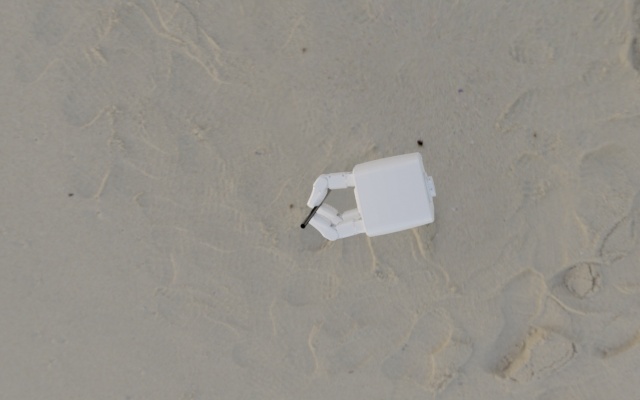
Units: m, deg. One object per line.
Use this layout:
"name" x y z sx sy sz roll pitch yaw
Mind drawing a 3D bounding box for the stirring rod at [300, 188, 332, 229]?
"stirring rod" 0.000 0.003 0.818 0.011 0.011 0.239 0 17 13
